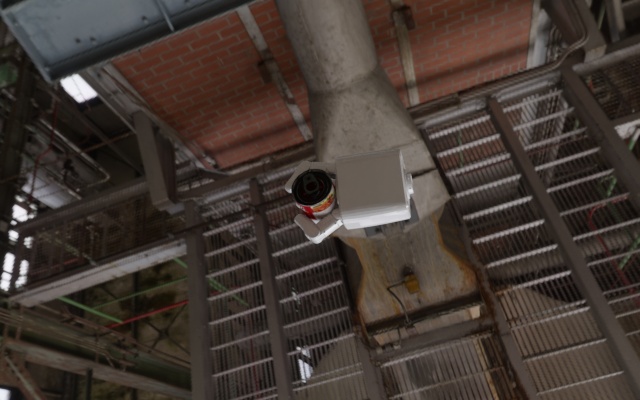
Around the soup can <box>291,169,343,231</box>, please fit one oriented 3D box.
[{"bbox_3d":[0.000,0.003,0.791,0.068,0.068,0.102,0,-29,19],"label":"soup can"}]
